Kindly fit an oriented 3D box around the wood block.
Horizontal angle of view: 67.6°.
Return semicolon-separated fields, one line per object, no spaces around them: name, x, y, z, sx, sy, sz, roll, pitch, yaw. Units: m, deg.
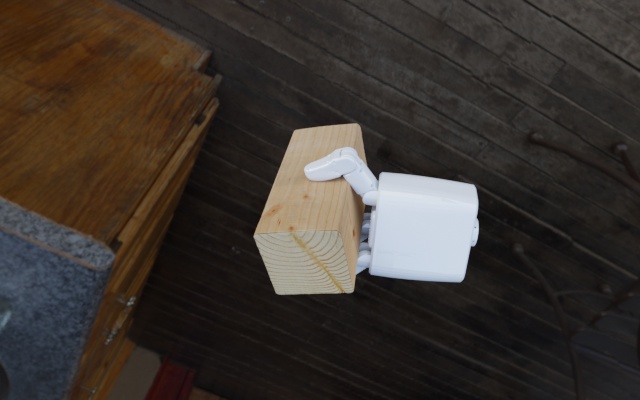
wood block;0.000;0.002;0.565;0.090;0.091;0.206;-4;37;14
